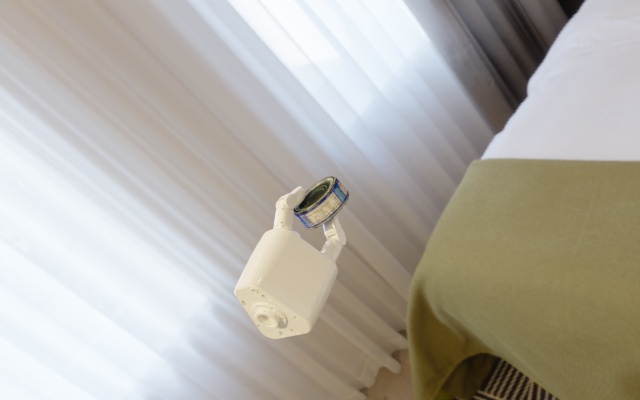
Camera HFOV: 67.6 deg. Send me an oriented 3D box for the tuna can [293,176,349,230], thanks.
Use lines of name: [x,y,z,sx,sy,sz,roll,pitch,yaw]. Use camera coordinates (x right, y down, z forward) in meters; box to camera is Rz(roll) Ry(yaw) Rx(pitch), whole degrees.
tuna can: [0.000,0.002,0.723,0.086,0.034,0.086,-36,18,14]
